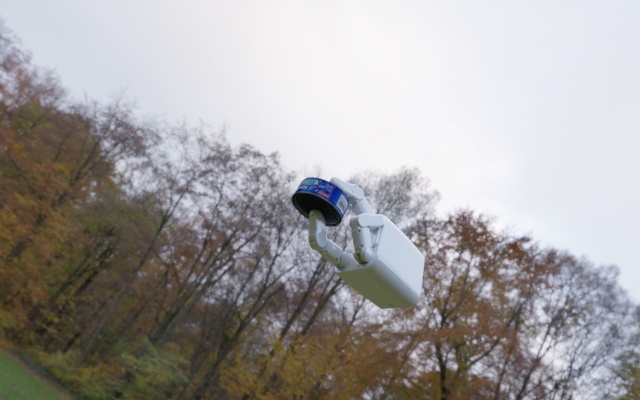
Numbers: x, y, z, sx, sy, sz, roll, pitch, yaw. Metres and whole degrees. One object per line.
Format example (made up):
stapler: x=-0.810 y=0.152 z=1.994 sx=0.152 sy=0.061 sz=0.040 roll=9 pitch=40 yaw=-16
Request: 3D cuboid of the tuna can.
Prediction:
tuna can: x=0.000 y=0.002 z=0.741 sx=0.086 sy=0.033 sz=0.086 roll=22 pitch=-29 yaw=12
